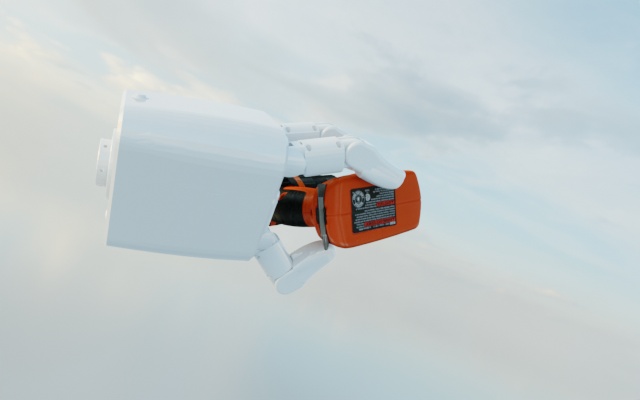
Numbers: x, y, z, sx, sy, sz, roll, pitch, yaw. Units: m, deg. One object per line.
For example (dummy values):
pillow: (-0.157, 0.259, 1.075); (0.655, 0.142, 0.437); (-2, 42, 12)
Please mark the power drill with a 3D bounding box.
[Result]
power drill: (0.000, 0.001, 0.459); (0.184, 0.057, 0.187); (-12, 8, -40)
